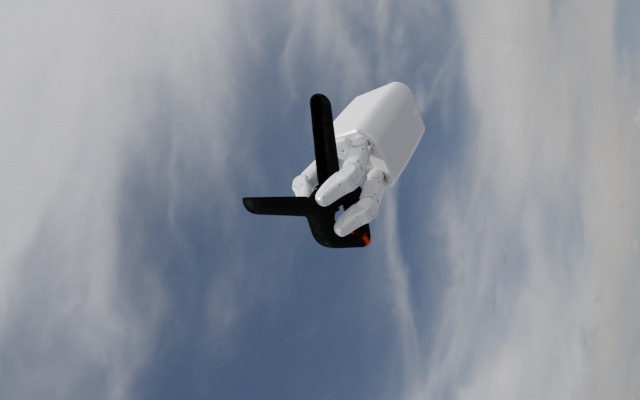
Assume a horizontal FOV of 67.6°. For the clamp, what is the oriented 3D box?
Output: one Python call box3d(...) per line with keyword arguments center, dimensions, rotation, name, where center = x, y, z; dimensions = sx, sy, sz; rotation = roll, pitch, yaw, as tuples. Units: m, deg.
box3d(center=(0.000, 0.002, 0.581), dimensions=(0.036, 0.164, 0.210), rotation=(12, -36, 42), name="clamp")
